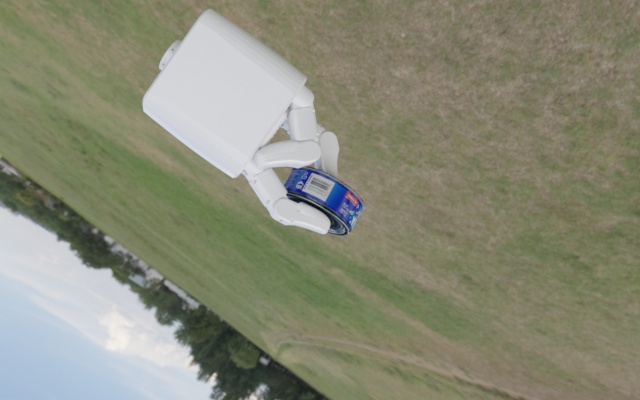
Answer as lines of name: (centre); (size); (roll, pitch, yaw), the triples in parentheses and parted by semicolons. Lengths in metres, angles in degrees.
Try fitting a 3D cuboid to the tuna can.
tuna can: (0.000, 0.002, 0.496); (0.086, 0.033, 0.086); (26, -17, 9)
